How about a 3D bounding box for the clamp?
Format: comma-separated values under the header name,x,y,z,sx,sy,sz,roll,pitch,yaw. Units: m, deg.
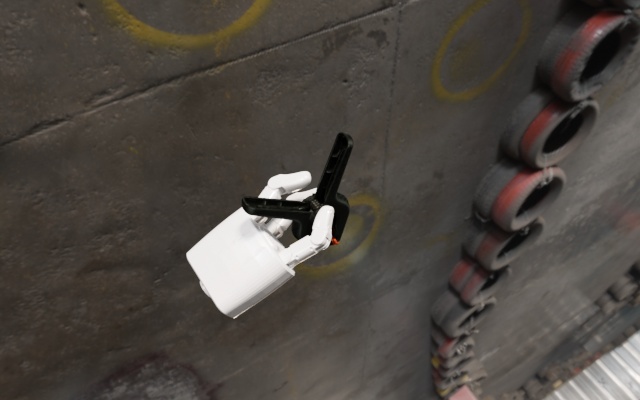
name,x,y,z,sx,sy,sz,roll,pitch,yaw
clamp,0.001,0.003,0.674,0.164,0.036,0.210,-37,-34,0
